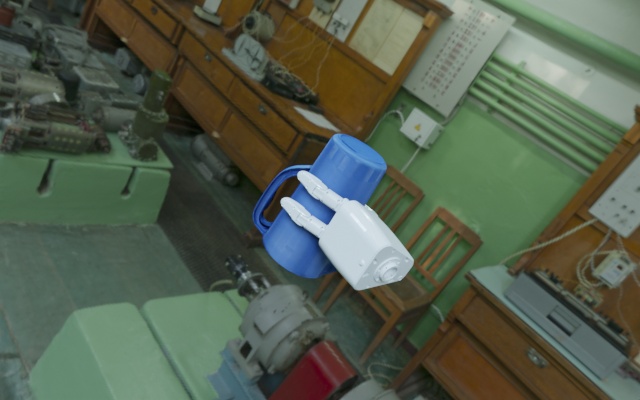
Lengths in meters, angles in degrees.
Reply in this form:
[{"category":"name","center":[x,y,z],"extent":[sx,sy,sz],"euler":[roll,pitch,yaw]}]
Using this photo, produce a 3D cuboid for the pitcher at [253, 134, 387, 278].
[{"category":"pitcher","center":[0.000,0.003,0.844],"extent":[0.149,0.243,0.145],"euler":[13,28,-42]}]
